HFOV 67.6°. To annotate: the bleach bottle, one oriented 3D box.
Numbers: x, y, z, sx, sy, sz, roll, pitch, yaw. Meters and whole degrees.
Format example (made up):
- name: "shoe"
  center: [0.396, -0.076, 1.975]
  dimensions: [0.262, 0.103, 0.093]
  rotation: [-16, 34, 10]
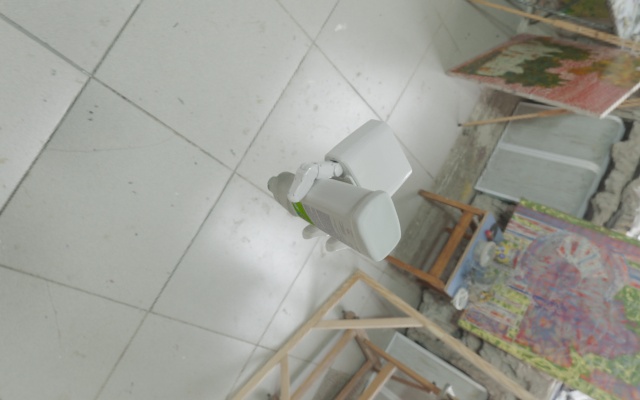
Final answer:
- name: "bleach bottle"
  center: [0.000, 0.002, 0.714]
  dimensions: [0.068, 0.103, 0.250]
  rotation: [-43, 41, -22]
